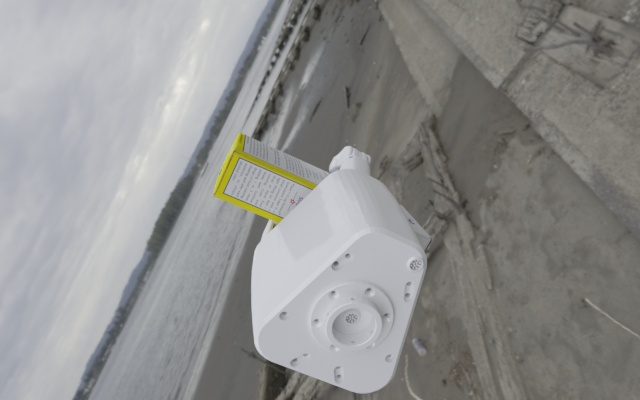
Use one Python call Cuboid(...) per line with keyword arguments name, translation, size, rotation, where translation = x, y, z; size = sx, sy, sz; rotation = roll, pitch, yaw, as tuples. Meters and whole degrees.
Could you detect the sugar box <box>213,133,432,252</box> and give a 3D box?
Cuboid(name="sugar box", translation=(0.000, 0.002, 0.414), size=(0.176, 0.048, 0.093), rotation=(26, 12, -14))
